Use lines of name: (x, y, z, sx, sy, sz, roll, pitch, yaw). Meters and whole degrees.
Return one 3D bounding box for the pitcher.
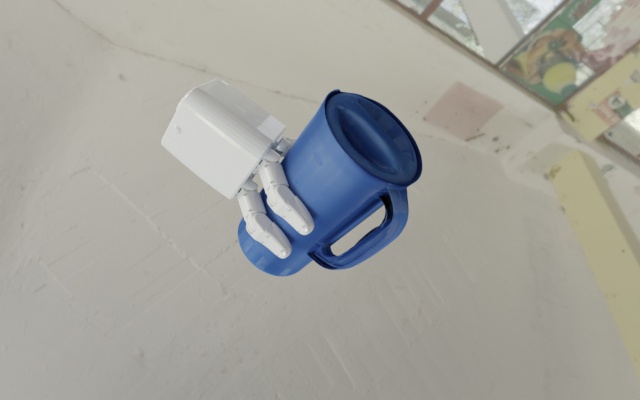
pitcher: (0.000, 0.002, 0.576, 0.243, 0.145, 0.149, -46, 11, 39)
